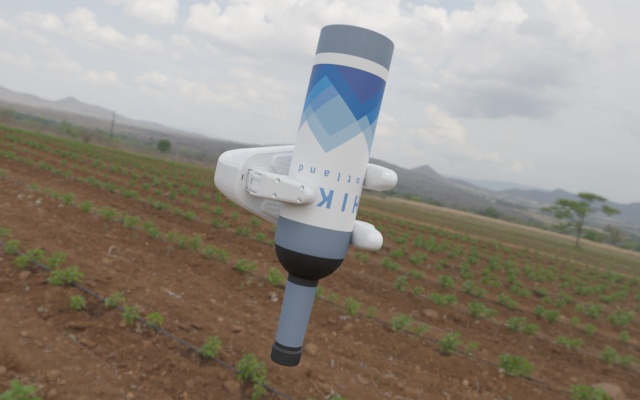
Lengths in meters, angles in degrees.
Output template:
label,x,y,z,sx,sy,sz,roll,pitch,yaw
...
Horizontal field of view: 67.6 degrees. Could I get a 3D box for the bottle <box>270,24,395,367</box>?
label,x,y,z,sx,sy,sz,roll,pitch,yaw
bottle,0.000,0.001,0.425,0.069,0.296,0.069,13,3,-1
